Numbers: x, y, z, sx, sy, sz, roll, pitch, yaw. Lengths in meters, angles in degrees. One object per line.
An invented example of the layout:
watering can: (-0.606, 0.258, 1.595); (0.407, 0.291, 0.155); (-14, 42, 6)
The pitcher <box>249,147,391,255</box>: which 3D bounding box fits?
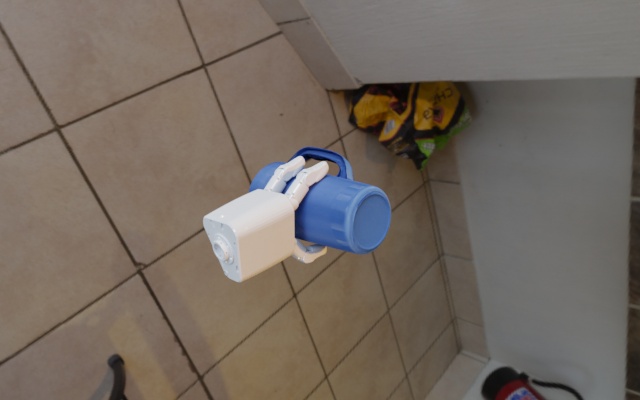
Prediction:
pitcher: (0.000, 0.003, 0.812); (0.145, 0.149, 0.243); (-26, 27, -37)
